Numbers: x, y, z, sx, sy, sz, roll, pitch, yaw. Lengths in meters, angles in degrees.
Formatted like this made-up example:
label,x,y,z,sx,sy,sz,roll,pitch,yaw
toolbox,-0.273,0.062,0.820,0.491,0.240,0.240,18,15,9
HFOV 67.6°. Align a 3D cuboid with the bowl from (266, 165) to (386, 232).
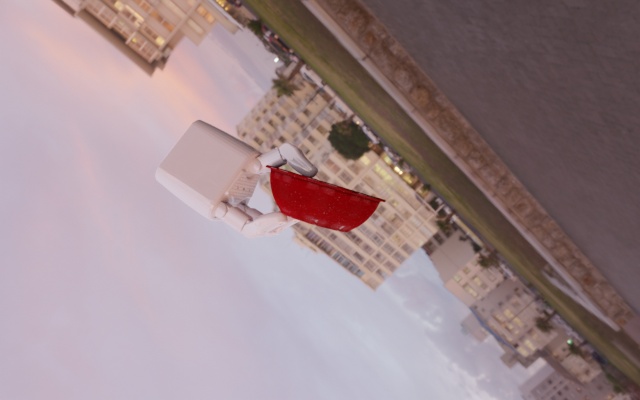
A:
label,x,y,z,sx,sy,sz,roll,pitch,yaw
bowl,0.001,0.003,0.618,0.162,0.055,0.162,16,2,-1
